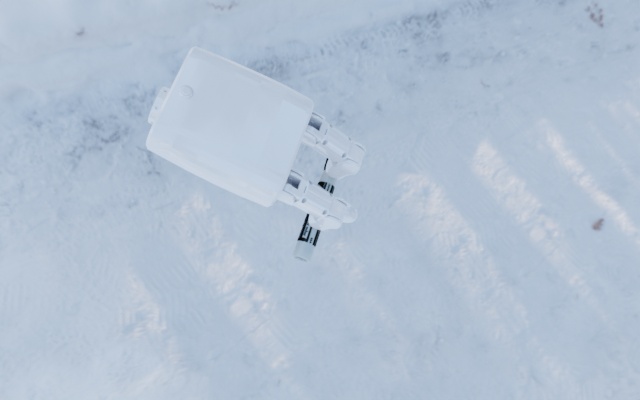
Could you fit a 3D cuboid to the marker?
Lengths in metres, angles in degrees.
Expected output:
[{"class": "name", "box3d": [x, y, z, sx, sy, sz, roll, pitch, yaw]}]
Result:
[{"class": "marker", "box3d": [0.000, 0.002, 0.469, 0.020, 0.121, 0.020, 17, -19, 6]}]
